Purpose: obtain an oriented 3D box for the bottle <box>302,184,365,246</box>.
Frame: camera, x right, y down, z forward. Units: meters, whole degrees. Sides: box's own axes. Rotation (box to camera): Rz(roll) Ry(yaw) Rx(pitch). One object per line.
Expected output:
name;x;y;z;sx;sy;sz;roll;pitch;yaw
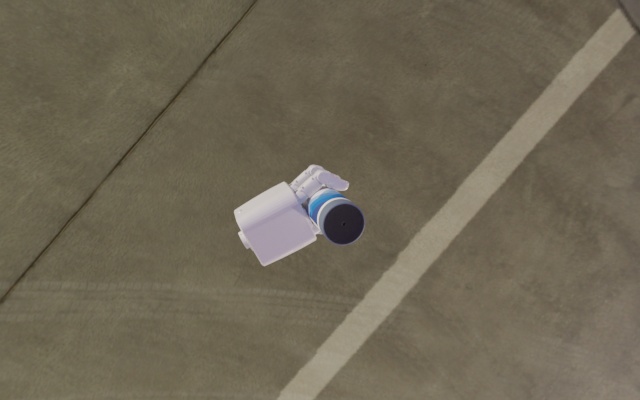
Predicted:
bottle;0.000;0.003;0.844;0.069;0.069;0.295;0;13;-14
